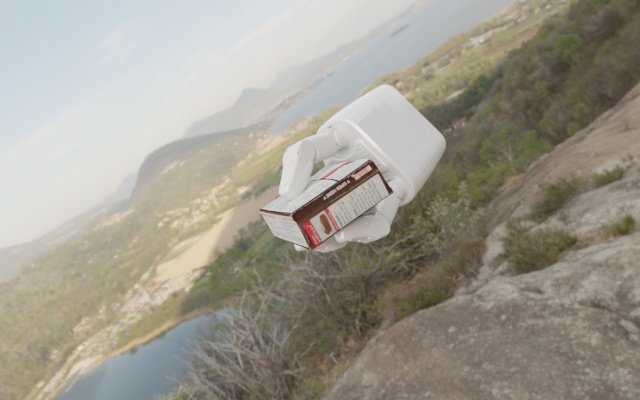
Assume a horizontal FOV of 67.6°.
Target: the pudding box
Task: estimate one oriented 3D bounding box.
[{"bbox_3d":[0.000,0.001,0.440,0.090,0.039,0.113,-35,11,-16],"label":"pudding box"}]
